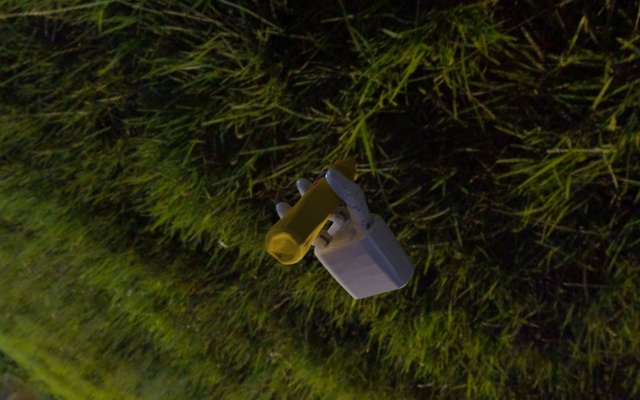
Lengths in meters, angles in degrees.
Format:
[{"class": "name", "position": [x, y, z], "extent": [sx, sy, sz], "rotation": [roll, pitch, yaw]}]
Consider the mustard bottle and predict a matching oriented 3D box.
[{"class": "mustard bottle", "position": [0.000, 0.002, 0.691], "extent": [0.058, 0.191, 0.096], "rotation": [39, -33, 1]}]
